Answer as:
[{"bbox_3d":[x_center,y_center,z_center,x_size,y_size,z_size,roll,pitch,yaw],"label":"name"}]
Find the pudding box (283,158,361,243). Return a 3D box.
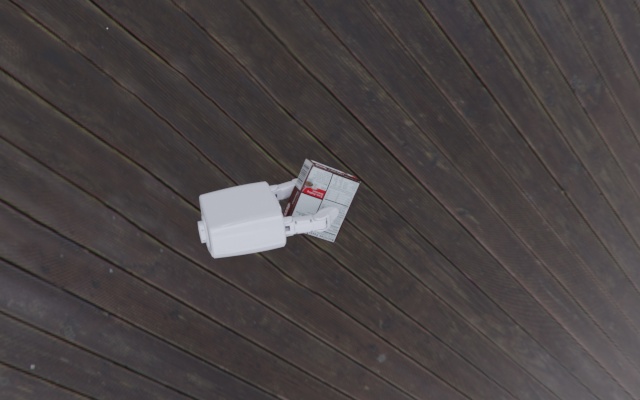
[{"bbox_3d":[0.000,0.003,0.752,0.090,0.113,0.039,19,13,-23],"label":"pudding box"}]
